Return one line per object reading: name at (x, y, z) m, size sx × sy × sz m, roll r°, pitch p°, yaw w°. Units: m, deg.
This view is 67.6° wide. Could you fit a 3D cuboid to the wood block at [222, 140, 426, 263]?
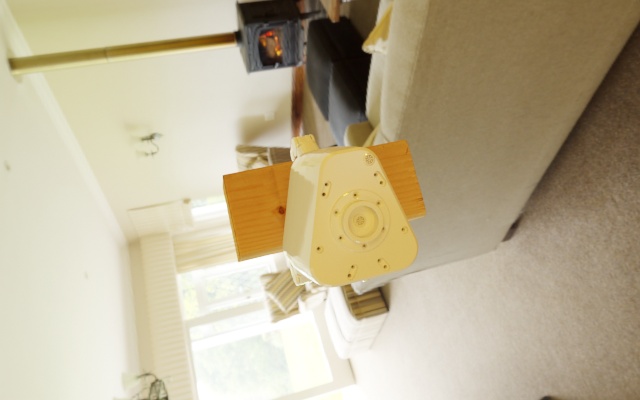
wood block at (0.000, 0.001, 0.544) m, size 0.206 × 0.091 × 0.090 m, roll -12°, pitch -7°, yaw -13°
